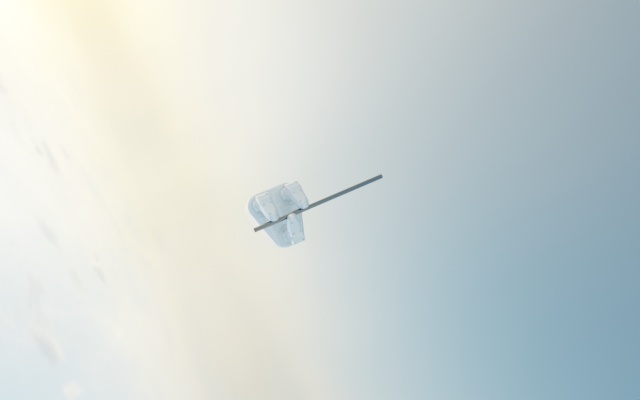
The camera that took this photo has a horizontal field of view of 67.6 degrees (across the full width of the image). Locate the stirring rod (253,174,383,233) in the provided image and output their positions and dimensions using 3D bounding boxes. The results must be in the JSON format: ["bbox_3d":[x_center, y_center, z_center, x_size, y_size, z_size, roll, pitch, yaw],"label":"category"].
[{"bbox_3d":[0.000,0.003,0.799,0.239,0.011,0.011,-23,7,-16],"label":"stirring rod"}]
